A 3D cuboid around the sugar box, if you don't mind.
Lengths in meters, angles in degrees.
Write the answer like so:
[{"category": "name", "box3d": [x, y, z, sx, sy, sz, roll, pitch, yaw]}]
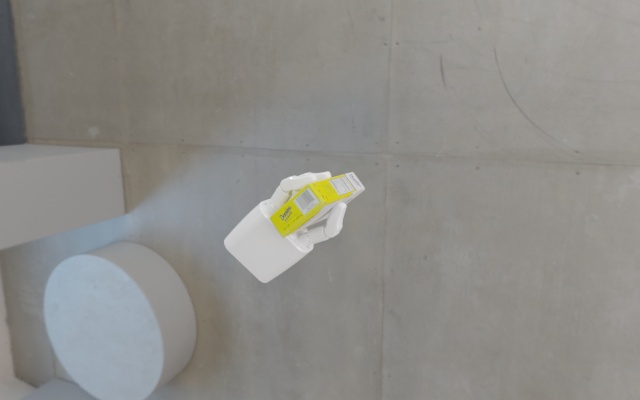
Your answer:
[{"category": "sugar box", "box3d": [0.000, 0.002, 0.785, 0.093, 0.048, 0.176, -39, -6, 25]}]
